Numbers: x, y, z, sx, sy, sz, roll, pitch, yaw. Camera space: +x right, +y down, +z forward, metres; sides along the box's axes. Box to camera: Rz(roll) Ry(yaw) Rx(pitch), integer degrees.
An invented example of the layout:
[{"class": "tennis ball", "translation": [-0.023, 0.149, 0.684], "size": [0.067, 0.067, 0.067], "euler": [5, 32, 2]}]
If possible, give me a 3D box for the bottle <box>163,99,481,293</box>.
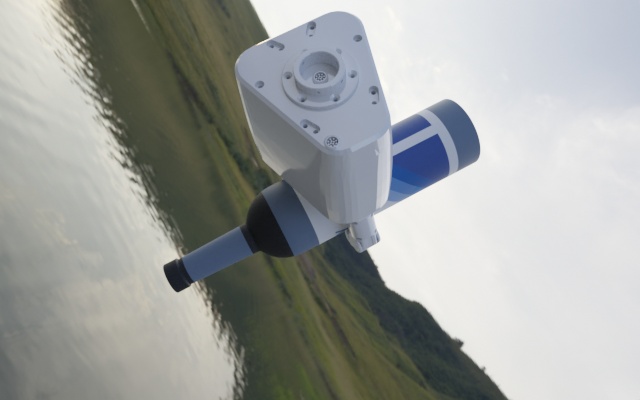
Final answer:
[{"class": "bottle", "translation": [0.000, 0.001, 0.431], "size": [0.295, 0.069, 0.069], "euler": [-27, 3, -7]}]
